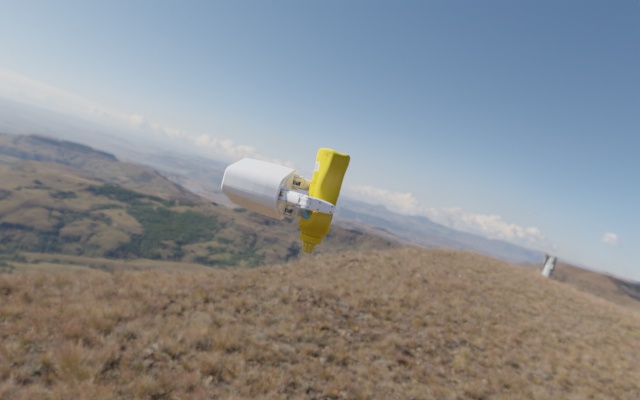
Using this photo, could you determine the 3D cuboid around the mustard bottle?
[{"bbox_3d":[0.001,0.003,0.875,0.058,0.191,0.096,15,2,-15],"label":"mustard bottle"}]
